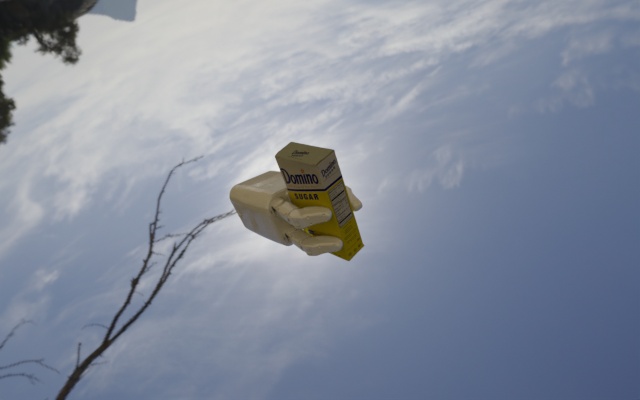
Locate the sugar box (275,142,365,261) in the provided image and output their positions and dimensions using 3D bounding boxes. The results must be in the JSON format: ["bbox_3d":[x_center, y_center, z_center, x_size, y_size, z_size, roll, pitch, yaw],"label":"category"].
[{"bbox_3d":[0.000,0.003,0.709,0.093,0.176,0.048,16,49,44],"label":"sugar box"}]
